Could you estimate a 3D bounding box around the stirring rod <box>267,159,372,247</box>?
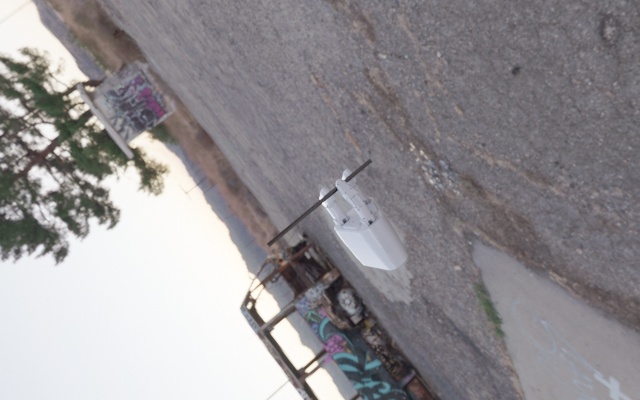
[{"bbox_3d":[0.000,0.003,0.852,0.239,0.011,0.011,-40,7,-8],"label":"stirring rod"}]
